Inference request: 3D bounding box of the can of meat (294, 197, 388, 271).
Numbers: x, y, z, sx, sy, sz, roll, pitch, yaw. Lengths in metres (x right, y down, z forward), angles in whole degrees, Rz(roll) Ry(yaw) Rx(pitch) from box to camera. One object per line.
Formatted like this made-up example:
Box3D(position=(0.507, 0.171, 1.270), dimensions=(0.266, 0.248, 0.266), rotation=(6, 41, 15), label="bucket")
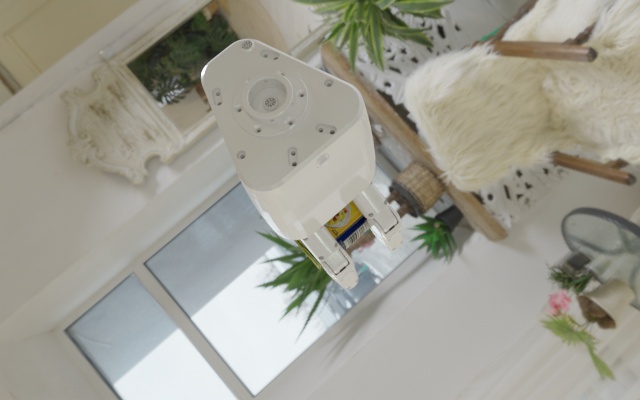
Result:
Box3D(position=(0.000, 0.002, 0.445), dimensions=(0.084, 0.102, 0.057), rotation=(-41, -15, -7), label="can of meat")
